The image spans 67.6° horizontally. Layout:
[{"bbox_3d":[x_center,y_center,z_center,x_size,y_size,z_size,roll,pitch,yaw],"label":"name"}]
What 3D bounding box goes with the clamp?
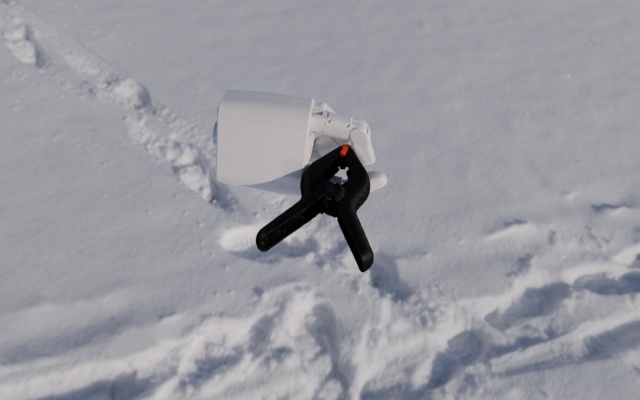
[{"bbox_3d":[0.000,0.001,0.522,0.120,0.039,0.171,8,45,0],"label":"clamp"}]
